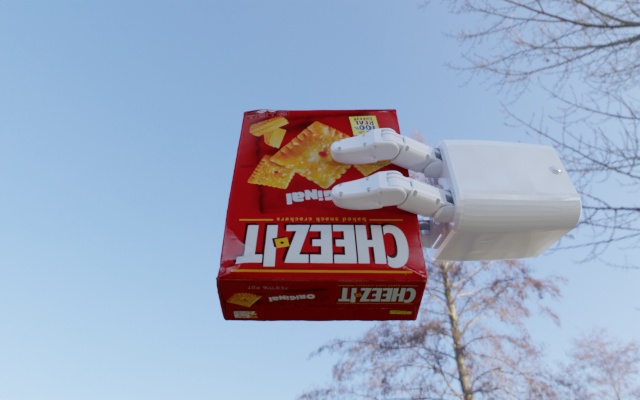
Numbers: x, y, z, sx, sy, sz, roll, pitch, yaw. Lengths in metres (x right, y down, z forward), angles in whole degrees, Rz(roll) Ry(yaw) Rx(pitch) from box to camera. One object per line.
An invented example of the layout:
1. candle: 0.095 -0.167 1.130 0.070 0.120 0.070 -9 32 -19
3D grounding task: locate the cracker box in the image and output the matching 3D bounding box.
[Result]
1. cracker box: 0.000 0.001 0.447 0.164 0.213 0.072 0 -43 -1
